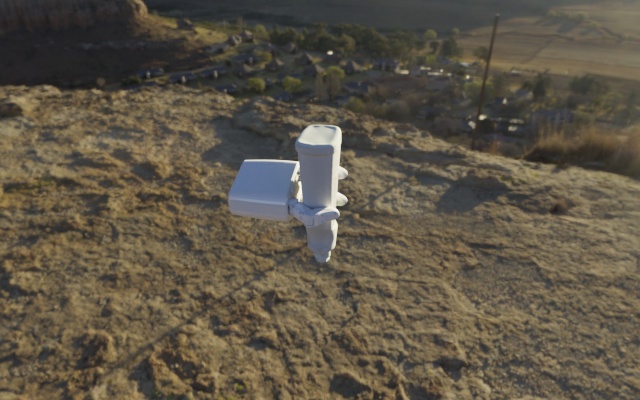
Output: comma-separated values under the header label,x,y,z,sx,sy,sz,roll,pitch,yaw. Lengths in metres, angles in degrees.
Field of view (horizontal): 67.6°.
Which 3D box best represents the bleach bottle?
label,x,y,z,sx,sy,sz,roll,pitch,yaw
bleach bottle,0.000,0.003,0.829,0.068,0.251,0.102,5,29,10
